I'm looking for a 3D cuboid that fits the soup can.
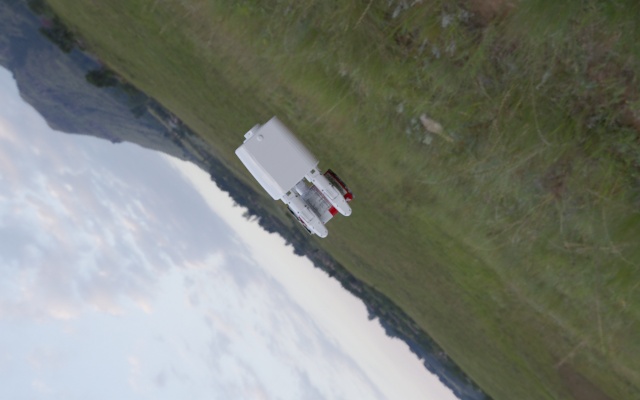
[{"bbox_3d":[0.000,0.003,0.840,0.102,0.068,0.068,-42,2,-2],"label":"soup can"}]
